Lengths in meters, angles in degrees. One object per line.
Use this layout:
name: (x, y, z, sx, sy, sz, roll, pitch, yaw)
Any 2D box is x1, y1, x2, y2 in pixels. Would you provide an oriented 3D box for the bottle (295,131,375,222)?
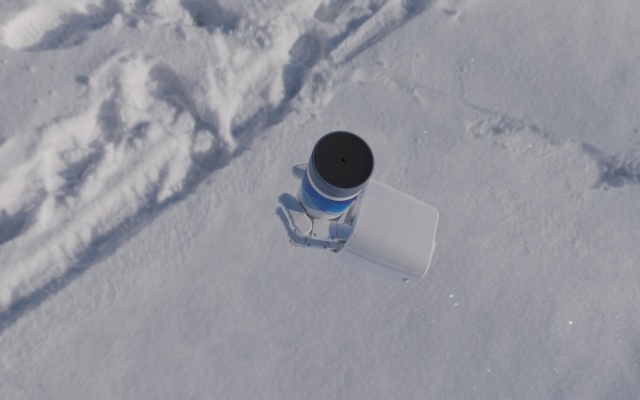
bottle: (0.000, 0.002, 0.625, 0.069, 0.069, 0.296, 0, -17, -10)
